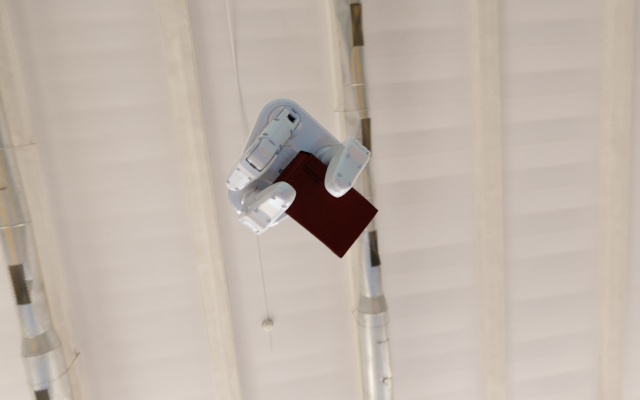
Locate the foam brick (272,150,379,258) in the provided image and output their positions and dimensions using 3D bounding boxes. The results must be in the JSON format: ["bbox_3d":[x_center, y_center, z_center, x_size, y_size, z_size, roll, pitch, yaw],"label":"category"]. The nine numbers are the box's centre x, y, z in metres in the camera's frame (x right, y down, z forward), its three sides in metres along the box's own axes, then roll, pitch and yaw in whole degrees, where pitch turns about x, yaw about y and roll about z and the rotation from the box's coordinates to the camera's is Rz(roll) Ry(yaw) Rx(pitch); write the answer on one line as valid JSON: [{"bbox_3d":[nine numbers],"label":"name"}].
[{"bbox_3d":[0.000,0.002,0.408,0.078,0.053,0.051,40,-1,-13],"label":"foam brick"}]
